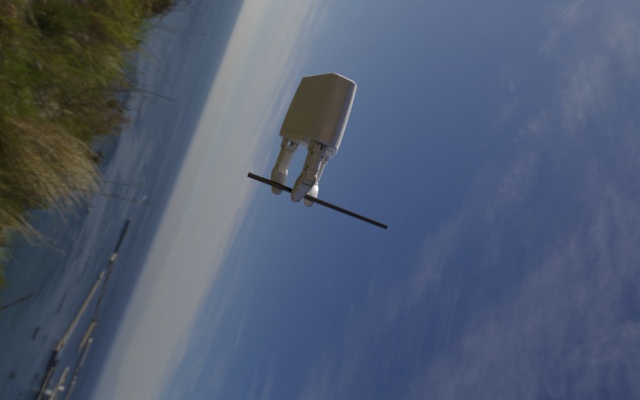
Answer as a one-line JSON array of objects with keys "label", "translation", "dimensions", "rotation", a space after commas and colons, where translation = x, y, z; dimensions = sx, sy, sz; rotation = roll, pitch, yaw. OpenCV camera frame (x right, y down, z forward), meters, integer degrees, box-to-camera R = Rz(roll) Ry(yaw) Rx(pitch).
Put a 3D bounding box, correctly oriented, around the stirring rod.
[{"label": "stirring rod", "translation": [0.000, 0.002, 0.745], "dimensions": [0.239, 0.011, 0.011], "rotation": [21, -6, -17]}]
